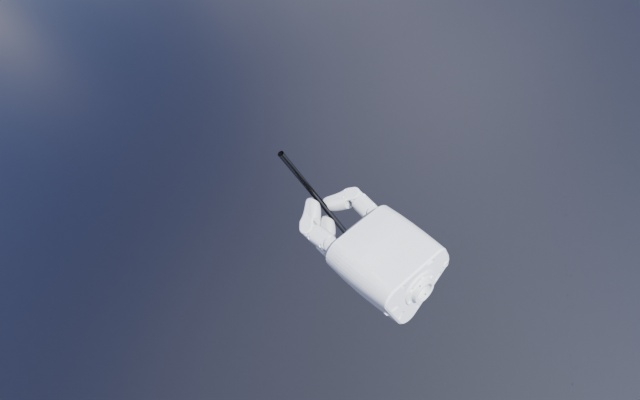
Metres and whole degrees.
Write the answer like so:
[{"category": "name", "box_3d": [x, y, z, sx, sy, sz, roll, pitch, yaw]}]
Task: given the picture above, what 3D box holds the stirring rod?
[{"category": "stirring rod", "box_3d": [0.000, 0.002, 0.666, 0.011, 0.011, 0.240, 0, -29, 27]}]
